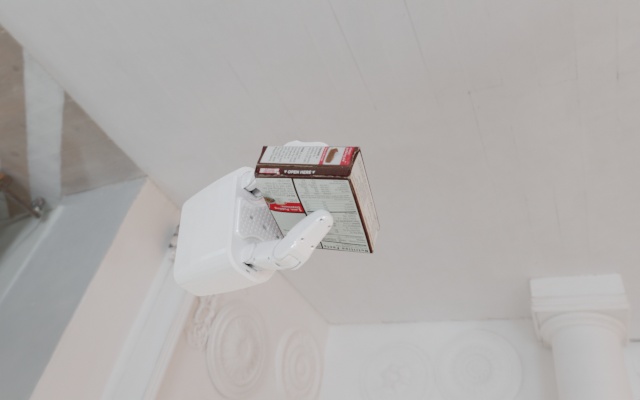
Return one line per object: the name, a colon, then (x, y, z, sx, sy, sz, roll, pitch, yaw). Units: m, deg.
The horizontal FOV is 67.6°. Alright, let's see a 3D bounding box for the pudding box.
pudding box: (0.000, 0.002, 0.434, 0.090, 0.039, 0.114, 2, -37, 20)
